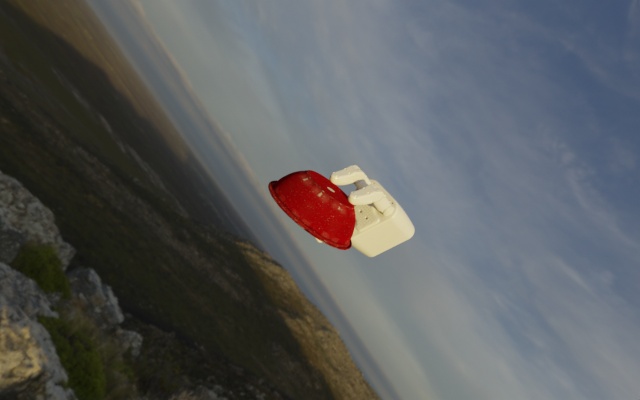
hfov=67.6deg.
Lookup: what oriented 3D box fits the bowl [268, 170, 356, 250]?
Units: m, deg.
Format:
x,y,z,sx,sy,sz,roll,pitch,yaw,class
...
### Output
x,y,z,sx,sy,sz,roll,pitch,yaw,class
0.000,0.002,0.735,0.162,0.055,0.162,36,15,-11,bowl
